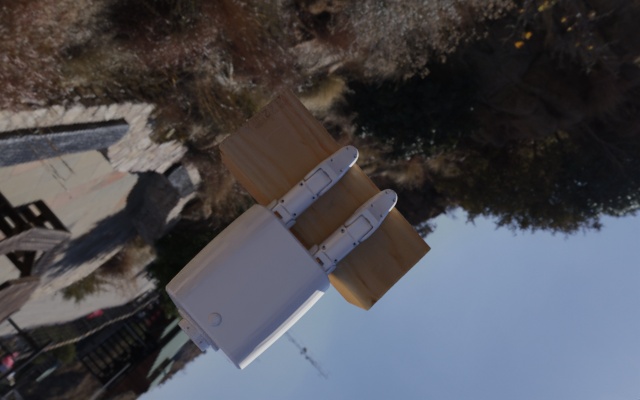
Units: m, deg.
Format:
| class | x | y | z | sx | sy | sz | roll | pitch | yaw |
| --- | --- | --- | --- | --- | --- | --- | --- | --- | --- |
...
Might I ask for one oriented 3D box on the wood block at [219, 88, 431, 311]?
| class | x | y | z | sx | sy | sz | roll | pitch | yaw |
| --- | --- | --- | --- | --- | --- | --- | --- | --- | --- |
| wood block | 0.000 | 0.002 | 0.489 | 0.090 | 0.206 | 0.091 | -42 | 2 | -11 |
